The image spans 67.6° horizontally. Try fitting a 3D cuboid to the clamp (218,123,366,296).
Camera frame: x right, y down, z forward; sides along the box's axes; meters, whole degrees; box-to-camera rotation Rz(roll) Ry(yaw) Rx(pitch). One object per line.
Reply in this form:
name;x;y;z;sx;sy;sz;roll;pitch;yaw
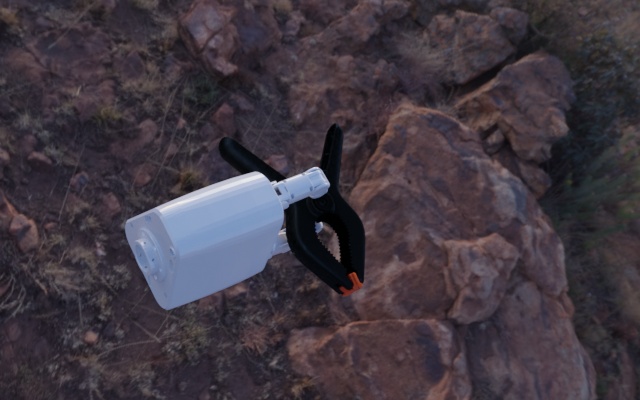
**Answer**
clamp;0.001;0.002;0.537;0.164;0.210;0.036;-22;-13;-36
